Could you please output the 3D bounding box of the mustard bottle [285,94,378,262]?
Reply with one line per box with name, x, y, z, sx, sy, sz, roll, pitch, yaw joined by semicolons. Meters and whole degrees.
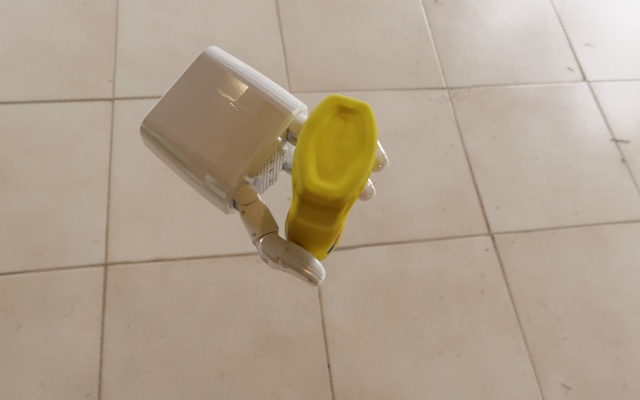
mustard bottle;0.000;0.001;0.419;0.058;0.096;0.192;15;-26;-1
